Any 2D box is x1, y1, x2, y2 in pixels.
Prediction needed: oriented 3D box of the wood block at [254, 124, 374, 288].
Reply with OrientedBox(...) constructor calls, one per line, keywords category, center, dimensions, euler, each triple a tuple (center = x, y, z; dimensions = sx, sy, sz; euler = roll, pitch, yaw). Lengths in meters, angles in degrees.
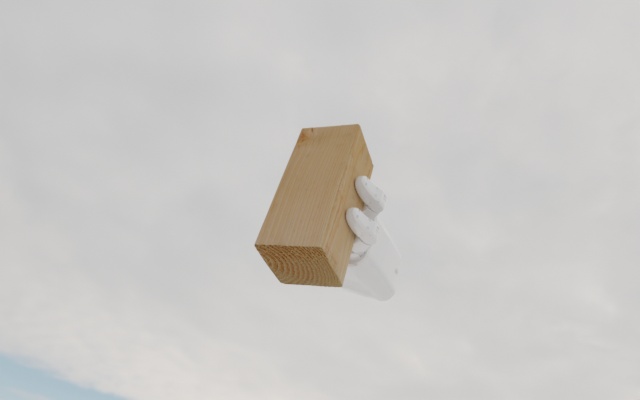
OrientedBox(category="wood block", center=(0.000, 0.002, 0.637), dimensions=(0.091, 0.206, 0.090), euler=(-1, -41, 24))
